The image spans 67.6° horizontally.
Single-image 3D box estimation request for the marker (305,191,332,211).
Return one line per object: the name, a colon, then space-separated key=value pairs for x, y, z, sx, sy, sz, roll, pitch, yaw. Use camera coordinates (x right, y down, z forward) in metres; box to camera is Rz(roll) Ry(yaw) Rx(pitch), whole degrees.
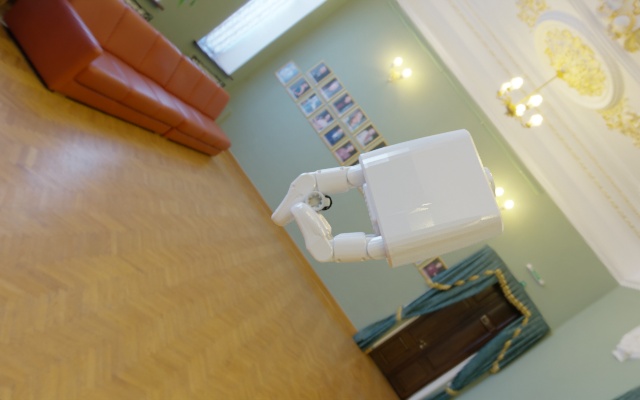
marker: x=0.000 y=0.002 z=0.506 sx=0.020 sy=0.020 sz=0.121 roll=0 pitch=-1 yaw=5
